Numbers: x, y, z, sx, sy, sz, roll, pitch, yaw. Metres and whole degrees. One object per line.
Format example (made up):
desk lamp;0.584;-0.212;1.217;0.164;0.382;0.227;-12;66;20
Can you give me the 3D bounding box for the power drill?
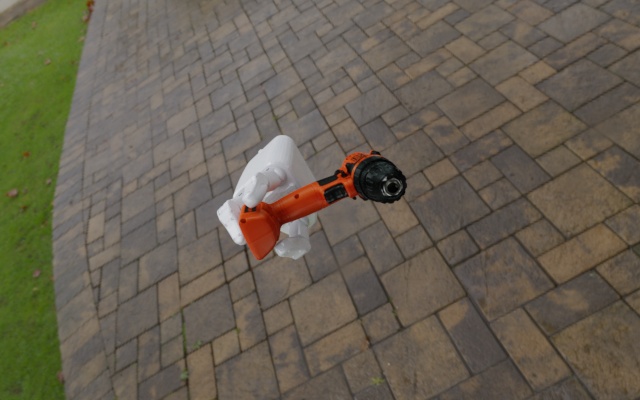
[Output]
power drill;0.000;0.002;0.559;0.187;0.057;0.184;-24;10;-2
